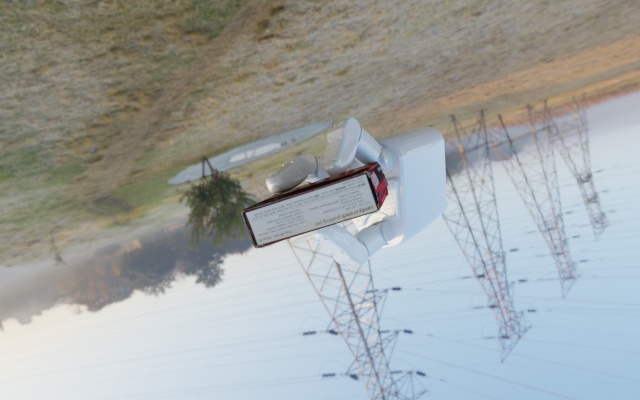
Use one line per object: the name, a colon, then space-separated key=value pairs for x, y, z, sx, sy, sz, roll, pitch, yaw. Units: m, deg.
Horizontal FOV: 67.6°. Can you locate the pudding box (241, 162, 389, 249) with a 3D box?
pudding box: x=0.000 y=0.002 z=0.419 sx=0.113 sy=0.039 sz=0.090 roll=-20 pitch=3 yaw=14
